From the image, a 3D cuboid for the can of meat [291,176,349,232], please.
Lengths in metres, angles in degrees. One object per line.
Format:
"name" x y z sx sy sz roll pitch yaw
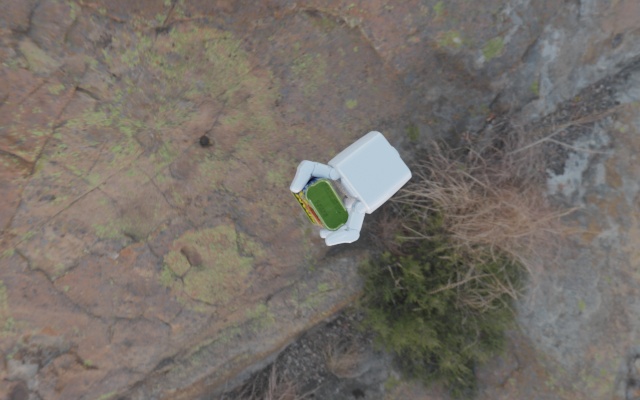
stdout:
"can of meat" 0.000 0.003 0.866 0.057 0.102 0.084 -36 18 -11
